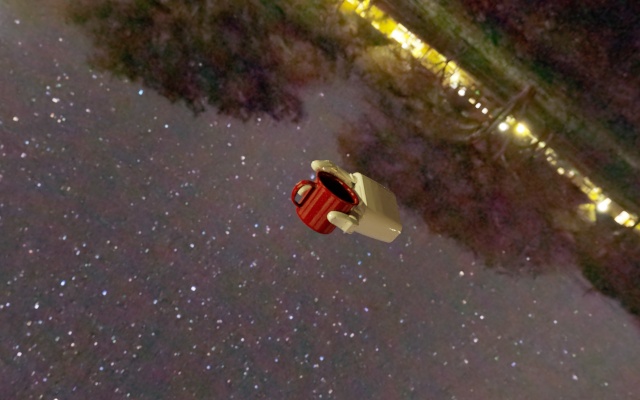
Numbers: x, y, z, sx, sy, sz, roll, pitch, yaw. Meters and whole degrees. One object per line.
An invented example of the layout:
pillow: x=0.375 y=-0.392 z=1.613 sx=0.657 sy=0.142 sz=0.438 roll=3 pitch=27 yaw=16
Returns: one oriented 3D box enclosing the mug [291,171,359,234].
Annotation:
mug: x=-0.001 y=0.003 z=0.858 sx=0.117 sy=0.081 sz=0.093 roll=24 pitch=25 yaw=-32
